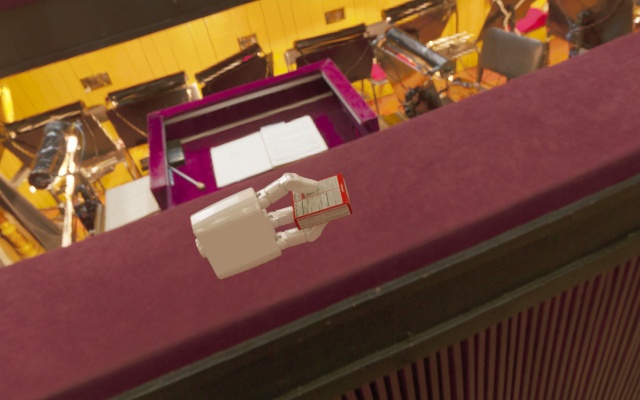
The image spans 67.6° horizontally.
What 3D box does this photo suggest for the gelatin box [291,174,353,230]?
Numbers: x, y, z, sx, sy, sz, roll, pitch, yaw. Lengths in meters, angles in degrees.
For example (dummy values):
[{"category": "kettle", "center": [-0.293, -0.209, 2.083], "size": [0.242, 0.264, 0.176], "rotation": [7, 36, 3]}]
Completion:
[{"category": "gelatin box", "center": [0.000, 0.002, 0.750], "size": [0.089, 0.030, 0.073], "rotation": [-18, 40, 7]}]
